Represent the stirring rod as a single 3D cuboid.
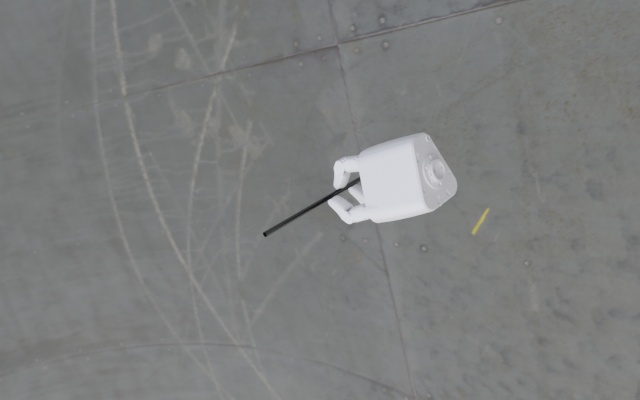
[{"bbox_3d":[0.000,0.002,0.762,0.011,0.011,0.239,0,23,46],"label":"stirring rod"}]
